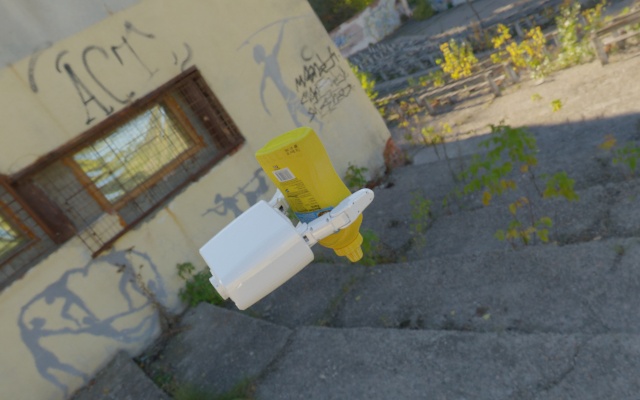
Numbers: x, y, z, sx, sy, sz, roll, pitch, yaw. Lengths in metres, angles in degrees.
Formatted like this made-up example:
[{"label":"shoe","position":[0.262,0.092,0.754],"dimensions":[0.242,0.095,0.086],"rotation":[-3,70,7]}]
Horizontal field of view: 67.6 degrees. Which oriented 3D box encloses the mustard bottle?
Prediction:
[{"label":"mustard bottle","position":[0.000,0.002,0.613],"dimensions":[0.096,0.192,0.058],"rotation":[-10,29,48]}]
